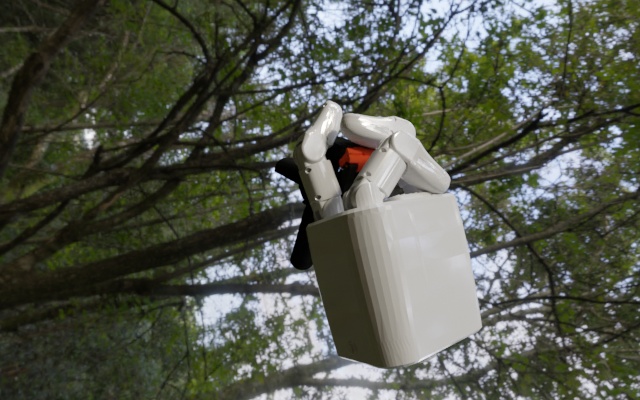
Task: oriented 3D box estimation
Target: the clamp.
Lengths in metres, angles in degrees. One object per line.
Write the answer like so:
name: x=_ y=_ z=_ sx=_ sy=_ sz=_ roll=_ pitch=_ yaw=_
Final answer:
clamp: x=0.001 y=0.001 z=0.442 sx=0.039 sy=0.120 sz=0.171 roll=-10 pitch=-5 yaw=-24
